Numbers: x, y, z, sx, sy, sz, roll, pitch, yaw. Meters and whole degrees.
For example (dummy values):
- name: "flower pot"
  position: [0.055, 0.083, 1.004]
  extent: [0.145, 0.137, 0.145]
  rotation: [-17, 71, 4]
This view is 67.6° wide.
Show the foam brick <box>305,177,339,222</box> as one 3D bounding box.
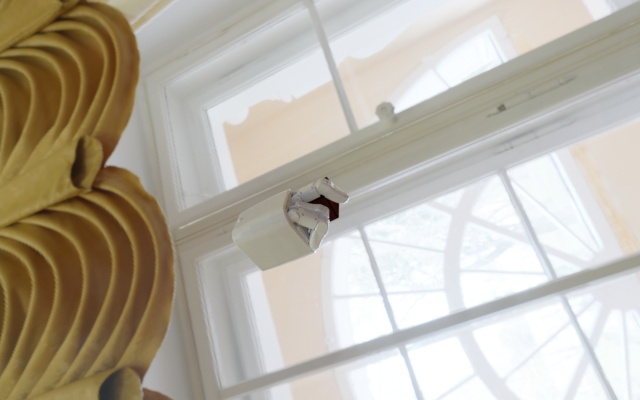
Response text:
- name: "foam brick"
  position: [0.000, 0.003, 0.856]
  extent: [0.051, 0.053, 0.078]
  rotation: [-25, 23, 16]
